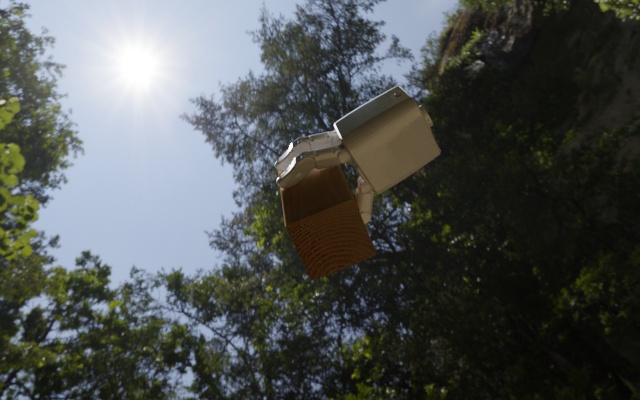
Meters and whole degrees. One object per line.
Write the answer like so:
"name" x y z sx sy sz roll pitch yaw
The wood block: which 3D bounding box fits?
"wood block" 0.001 0.002 0.662 0.090 0.091 0.206 -22 28 4
